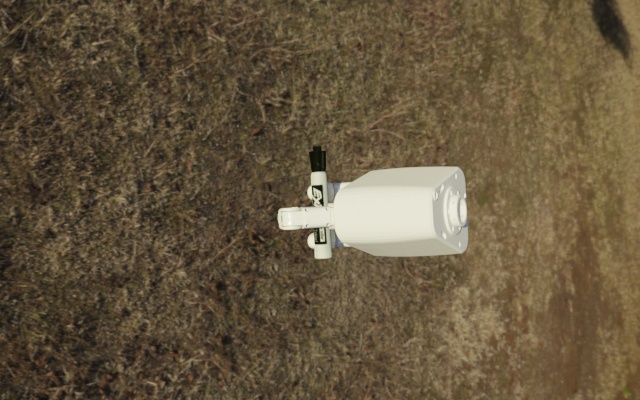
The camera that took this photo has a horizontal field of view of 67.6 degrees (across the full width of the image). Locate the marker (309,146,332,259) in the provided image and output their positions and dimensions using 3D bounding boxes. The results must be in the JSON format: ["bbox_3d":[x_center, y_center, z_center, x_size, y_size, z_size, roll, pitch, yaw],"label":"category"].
[{"bbox_3d":[0.000,0.002,0.517,0.020,0.121,0.020,-3,0,0],"label":"marker"}]
